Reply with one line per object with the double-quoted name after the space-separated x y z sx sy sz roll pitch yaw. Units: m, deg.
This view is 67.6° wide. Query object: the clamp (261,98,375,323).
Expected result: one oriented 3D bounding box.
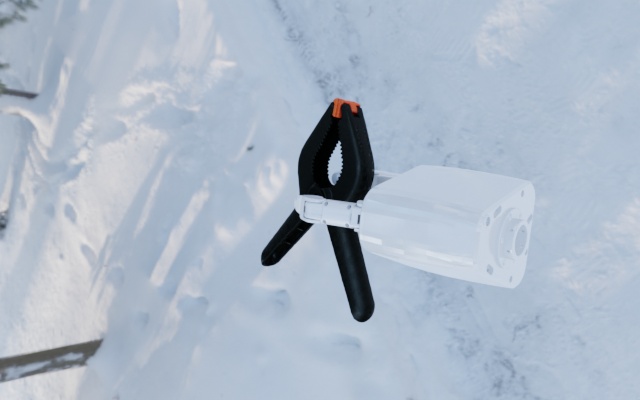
0.000 0.001 0.495 0.164 0.210 0.036 11 7 44 "clamp"
